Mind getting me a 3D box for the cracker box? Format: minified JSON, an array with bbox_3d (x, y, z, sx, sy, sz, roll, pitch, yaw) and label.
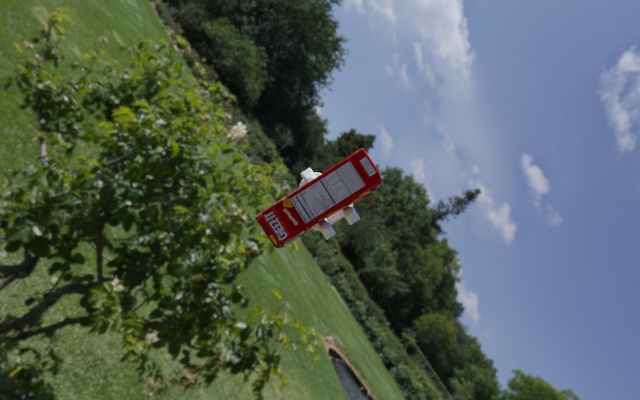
[{"bbox_3d":[0.000,0.003,0.859,0.213,0.072,0.164,-33,-4,-2],"label":"cracker box"}]
